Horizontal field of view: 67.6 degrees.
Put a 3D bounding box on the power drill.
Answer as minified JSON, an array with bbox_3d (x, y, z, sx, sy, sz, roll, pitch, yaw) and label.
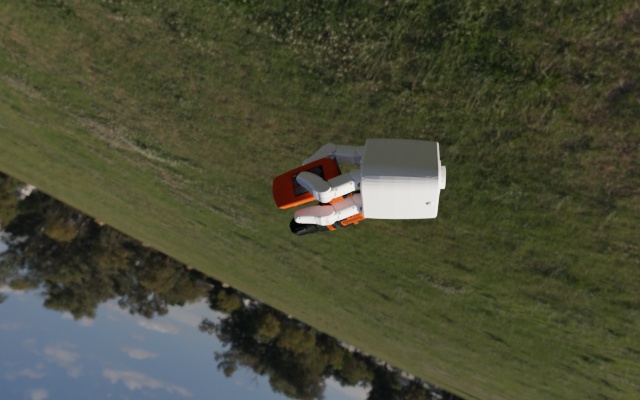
[{"bbox_3d":[0.000,0.002,0.771,0.184,0.057,0.188,-21,-22,19],"label":"power drill"}]
